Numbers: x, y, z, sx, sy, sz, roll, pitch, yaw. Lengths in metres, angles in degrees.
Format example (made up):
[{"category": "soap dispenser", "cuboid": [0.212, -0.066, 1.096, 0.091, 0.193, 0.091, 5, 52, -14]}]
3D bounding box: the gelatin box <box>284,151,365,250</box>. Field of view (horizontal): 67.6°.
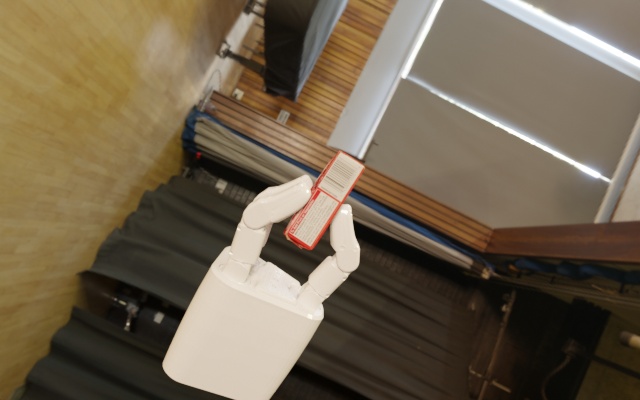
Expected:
[{"category": "gelatin box", "cuboid": [0.001, 0.001, 0.439, 0.030, 0.089, 0.073, 34, -5, -3]}]
